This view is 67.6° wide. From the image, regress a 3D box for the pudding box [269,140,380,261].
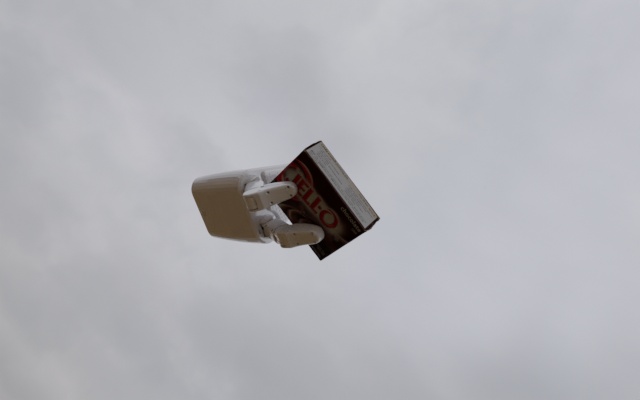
[{"bbox_3d":[0.000,0.002,0.545,0.039,0.113,0.090,-39,0,-43],"label":"pudding box"}]
